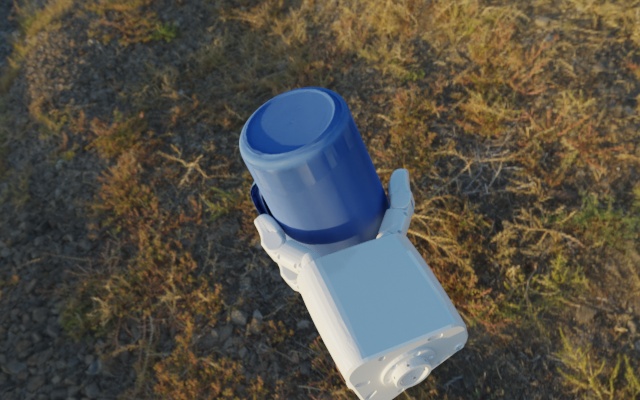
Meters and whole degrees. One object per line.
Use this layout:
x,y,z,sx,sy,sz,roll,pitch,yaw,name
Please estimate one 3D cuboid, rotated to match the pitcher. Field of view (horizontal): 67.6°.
0.000,0.002,0.522,0.149,0.145,0.243,-27,-44,0,pitcher
